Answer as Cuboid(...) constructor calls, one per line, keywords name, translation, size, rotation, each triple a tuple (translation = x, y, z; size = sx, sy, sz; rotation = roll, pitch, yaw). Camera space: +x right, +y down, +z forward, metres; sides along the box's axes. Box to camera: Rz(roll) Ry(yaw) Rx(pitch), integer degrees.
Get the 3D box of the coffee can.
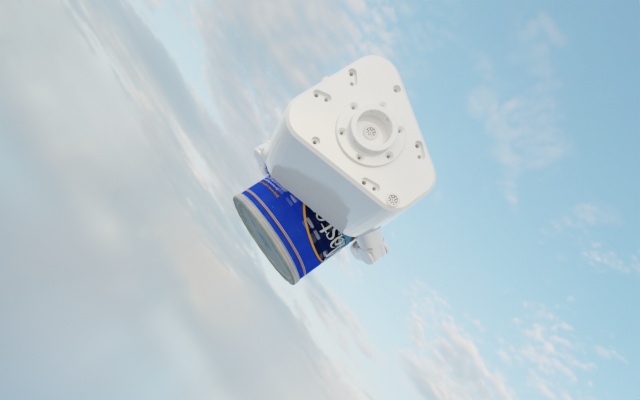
Cuboid(name="coffee can", translation=(0.000, 0.002, 0.475), size=(0.140, 0.103, 0.103), rotation=(-34, 10, -16))
